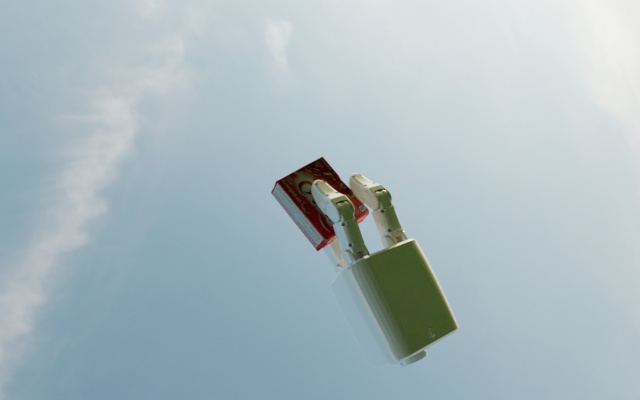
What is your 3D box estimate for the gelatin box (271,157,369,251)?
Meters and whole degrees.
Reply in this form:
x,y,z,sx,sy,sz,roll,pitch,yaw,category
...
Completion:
x,y,z,sx,sy,sz,roll,pitch,yaw,category
0.000,0.002,0.543,0.073,0.089,0.030,-31,-14,-35,gelatin box
